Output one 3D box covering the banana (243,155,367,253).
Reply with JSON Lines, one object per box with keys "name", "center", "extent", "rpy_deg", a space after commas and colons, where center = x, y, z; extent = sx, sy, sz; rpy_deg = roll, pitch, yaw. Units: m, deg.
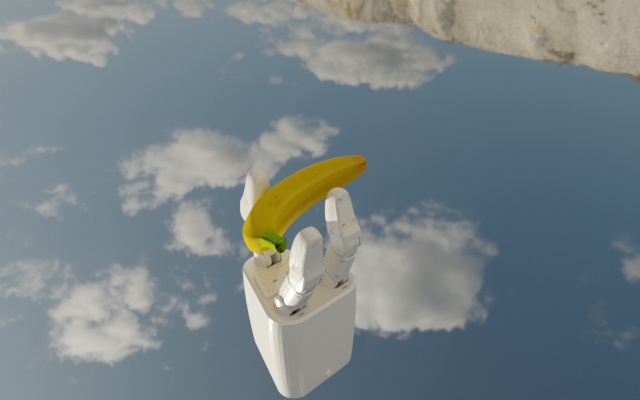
{"name": "banana", "center": [-0.018, 0.001, 0.450], "extent": [0.069, 0.037, 0.197], "rpy_deg": [6, 28, 24]}
